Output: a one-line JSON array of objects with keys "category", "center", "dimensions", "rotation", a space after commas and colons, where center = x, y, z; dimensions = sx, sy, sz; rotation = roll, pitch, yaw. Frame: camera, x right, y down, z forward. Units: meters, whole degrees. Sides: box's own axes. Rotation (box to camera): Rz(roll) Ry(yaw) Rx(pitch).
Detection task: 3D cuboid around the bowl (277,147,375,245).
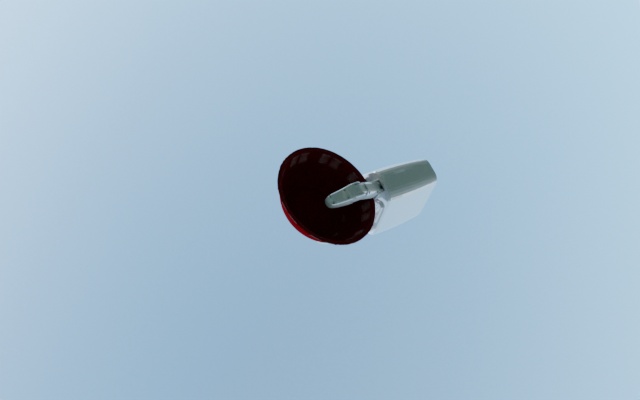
[{"category": "bowl", "center": [-0.001, 0.002, 0.709], "dimensions": [0.162, 0.162, 0.055], "rotation": [0, -28, -33]}]
